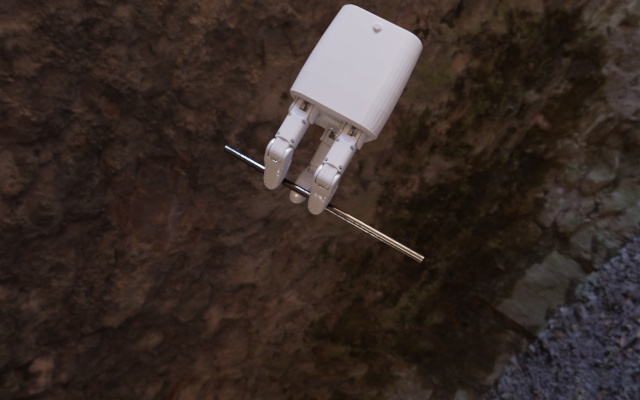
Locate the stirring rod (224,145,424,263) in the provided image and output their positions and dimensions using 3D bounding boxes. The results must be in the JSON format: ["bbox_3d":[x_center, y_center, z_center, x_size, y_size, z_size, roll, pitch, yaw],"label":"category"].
[{"bbox_3d":[0.000,0.002,0.504,0.239,0.011,0.011,29,5,9],"label":"stirring rod"}]
